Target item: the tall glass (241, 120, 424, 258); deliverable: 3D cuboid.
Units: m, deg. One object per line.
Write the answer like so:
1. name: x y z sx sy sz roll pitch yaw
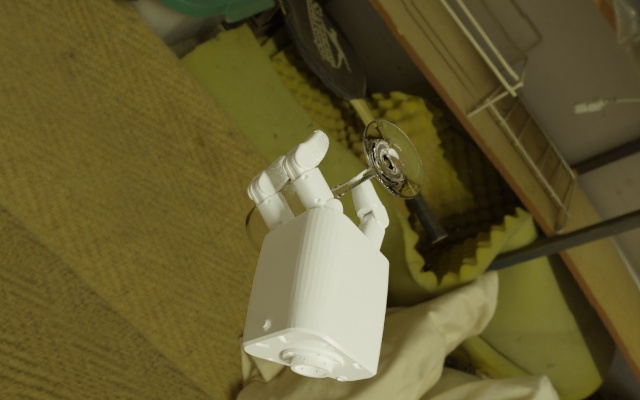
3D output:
1. tall glass: 0.001 0.001 0.472 0.079 0.079 0.201 0 -22 -43
